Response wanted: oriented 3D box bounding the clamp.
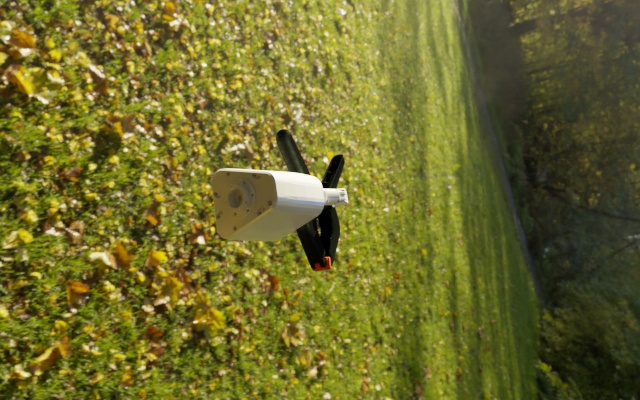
[{"bbox_3d":[0.001,0.003,0.741,0.036,0.210,0.164,-14,-11,34],"label":"clamp"}]
